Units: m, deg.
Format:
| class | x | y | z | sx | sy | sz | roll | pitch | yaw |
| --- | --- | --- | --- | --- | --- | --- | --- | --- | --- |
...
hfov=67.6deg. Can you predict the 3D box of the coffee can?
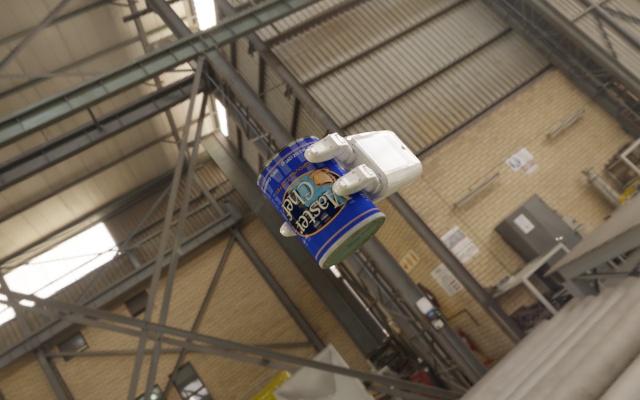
| class | x | y | z | sx | sy | sz | roll | pitch | yaw |
| --- | --- | --- | --- | --- | --- | --- | --- | --- | --- |
| coffee can | 0.000 | 0.002 | 0.614 | 0.103 | 0.140 | 0.103 | -36 | -17 | -13 |
